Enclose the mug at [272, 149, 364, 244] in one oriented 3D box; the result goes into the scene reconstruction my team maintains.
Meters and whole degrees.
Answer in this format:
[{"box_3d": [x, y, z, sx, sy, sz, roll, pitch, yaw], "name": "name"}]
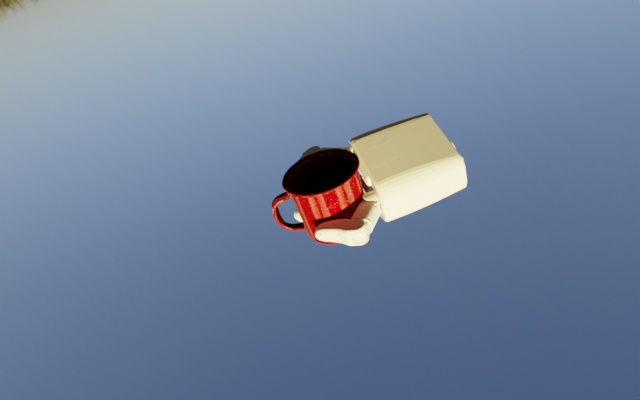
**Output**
[{"box_3d": [-0.001, 0.003, 0.569, 0.117, 0.081, 0.093, -22, 34, -2], "name": "mug"}]
